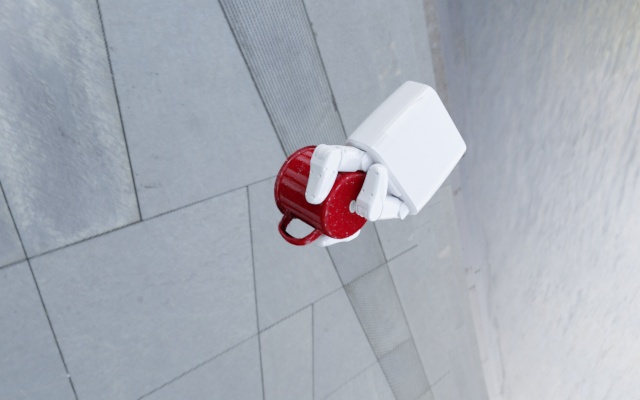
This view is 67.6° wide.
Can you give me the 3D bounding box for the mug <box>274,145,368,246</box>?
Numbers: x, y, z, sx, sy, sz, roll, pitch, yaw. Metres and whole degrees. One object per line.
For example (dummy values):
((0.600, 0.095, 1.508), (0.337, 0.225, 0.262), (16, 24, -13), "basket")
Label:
((-0.001, 0.003, 0.540), (0.081, 0.117, 0.093), (29, -18, 42), "mug")
